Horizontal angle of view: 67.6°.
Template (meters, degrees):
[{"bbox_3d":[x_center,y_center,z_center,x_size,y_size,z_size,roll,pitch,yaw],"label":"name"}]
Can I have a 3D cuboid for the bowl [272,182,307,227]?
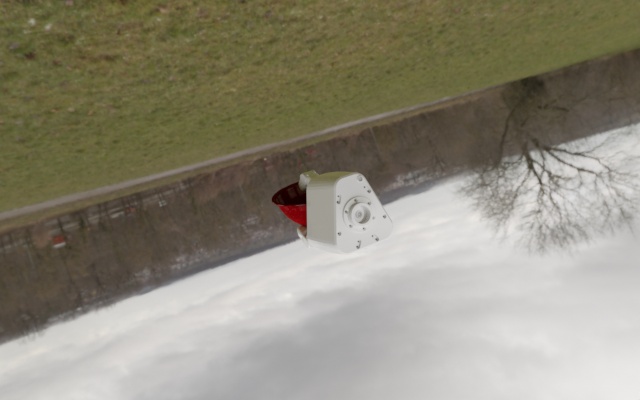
[{"bbox_3d":[0.000,0.003,0.826,0.162,0.055,0.162,-12,17,4],"label":"bowl"}]
